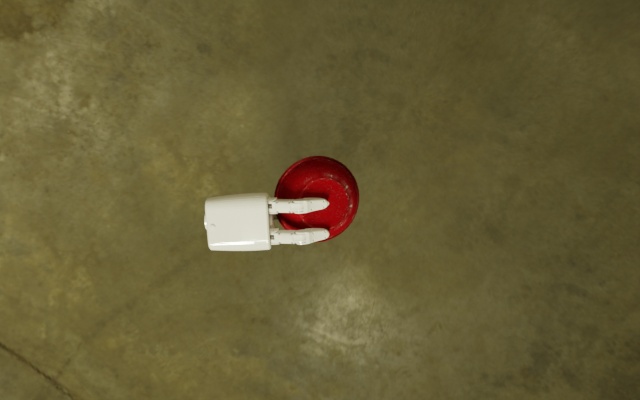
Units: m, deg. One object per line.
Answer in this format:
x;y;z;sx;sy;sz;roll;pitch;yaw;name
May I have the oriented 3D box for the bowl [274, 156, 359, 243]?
0.001;0.002;0.852;0.162;0.162;0.055;0;10;-14;bowl
